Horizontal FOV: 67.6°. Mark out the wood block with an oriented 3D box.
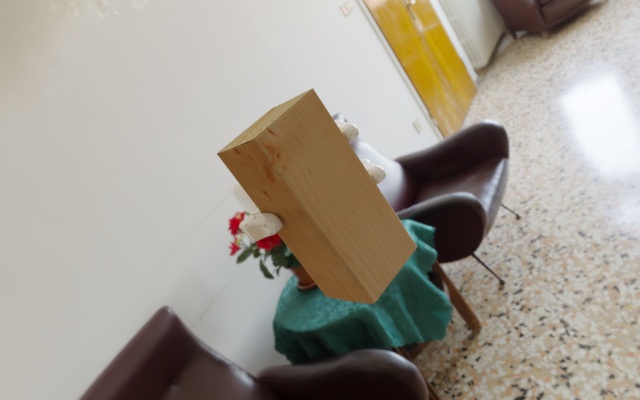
[{"bbox_3d":[0.000,0.002,0.506,0.090,0.206,0.090,-46,21,-28],"label":"wood block"}]
